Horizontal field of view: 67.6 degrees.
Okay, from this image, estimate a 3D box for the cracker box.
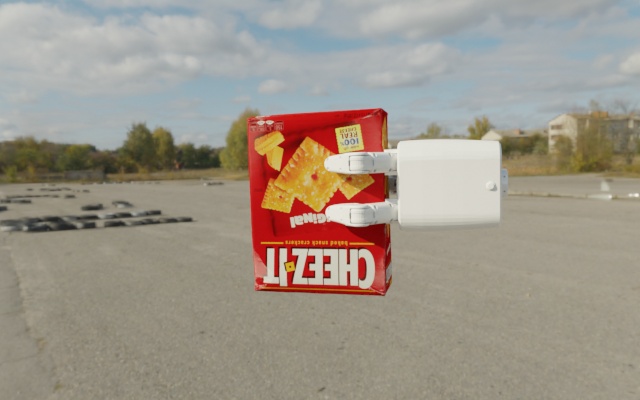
[{"bbox_3d":[0.000,0.002,0.577,0.164,0.214,0.072,-1,4,15],"label":"cracker box"}]
